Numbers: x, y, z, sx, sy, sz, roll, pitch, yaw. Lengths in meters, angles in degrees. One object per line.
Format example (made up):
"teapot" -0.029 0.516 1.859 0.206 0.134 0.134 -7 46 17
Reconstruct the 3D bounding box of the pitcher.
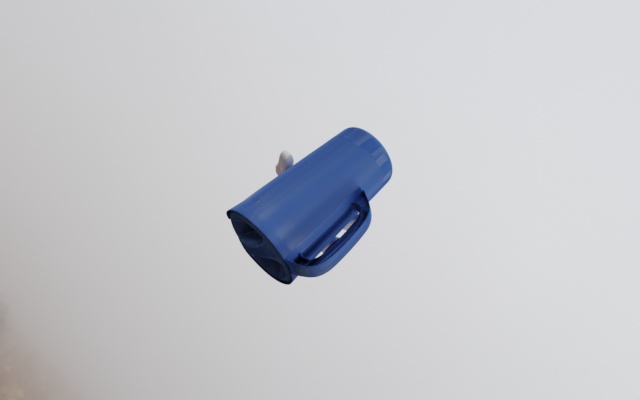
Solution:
"pitcher" 0.000 0.002 0.697 0.242 0.149 0.145 -41 0 -23
